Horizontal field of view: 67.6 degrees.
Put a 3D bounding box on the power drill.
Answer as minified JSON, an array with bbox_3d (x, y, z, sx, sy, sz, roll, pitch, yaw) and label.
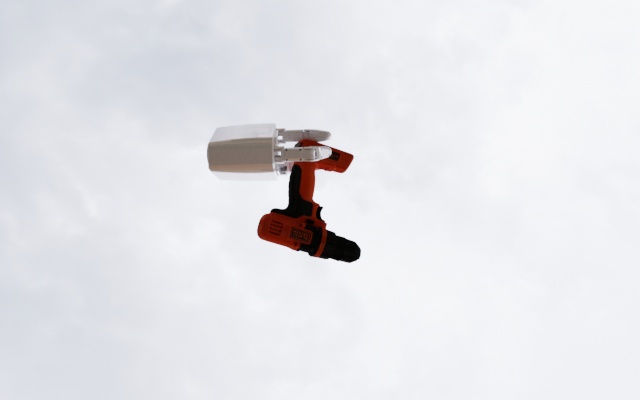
[{"bbox_3d":[0.000,0.002,0.813,0.184,0.187,0.057,18,-14,-17],"label":"power drill"}]
